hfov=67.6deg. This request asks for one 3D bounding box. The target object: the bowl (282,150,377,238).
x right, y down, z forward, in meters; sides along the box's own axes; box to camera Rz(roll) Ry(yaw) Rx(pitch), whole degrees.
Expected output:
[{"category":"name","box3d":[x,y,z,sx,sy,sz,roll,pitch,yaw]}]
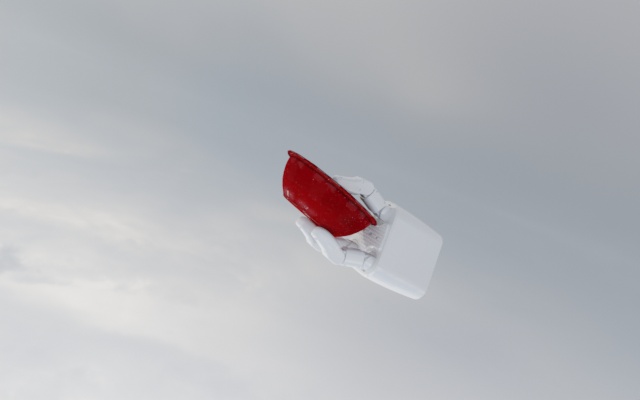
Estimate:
[{"category":"bowl","box3d":[-0.001,0.002,0.665,0.162,0.055,0.162,40,-4,3]}]
